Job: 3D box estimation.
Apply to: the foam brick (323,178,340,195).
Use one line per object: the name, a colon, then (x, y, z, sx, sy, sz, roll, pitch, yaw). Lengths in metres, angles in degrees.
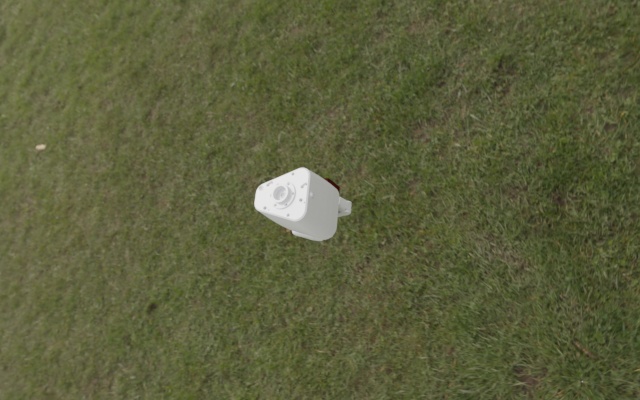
foam brick: (0.000, 0.003, 0.896, 0.053, 0.078, 0.051, -5, -21, 28)
